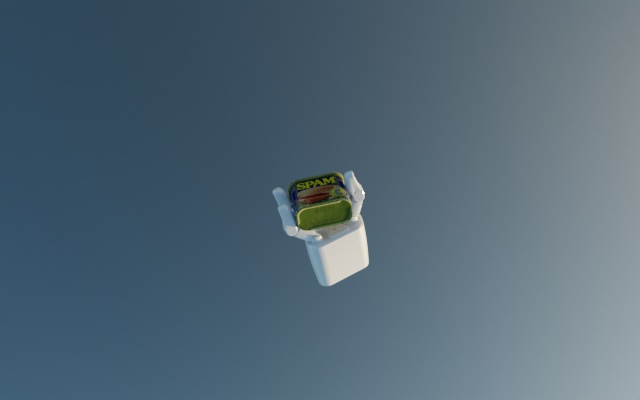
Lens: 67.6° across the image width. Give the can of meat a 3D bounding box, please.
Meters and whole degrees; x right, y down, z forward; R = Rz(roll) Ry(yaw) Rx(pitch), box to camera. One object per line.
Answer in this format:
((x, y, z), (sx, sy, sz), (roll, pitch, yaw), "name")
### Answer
((0.000, 0.003, 0.825), (0.102, 0.057, 0.084), (-12, 36, -4), "can of meat")
